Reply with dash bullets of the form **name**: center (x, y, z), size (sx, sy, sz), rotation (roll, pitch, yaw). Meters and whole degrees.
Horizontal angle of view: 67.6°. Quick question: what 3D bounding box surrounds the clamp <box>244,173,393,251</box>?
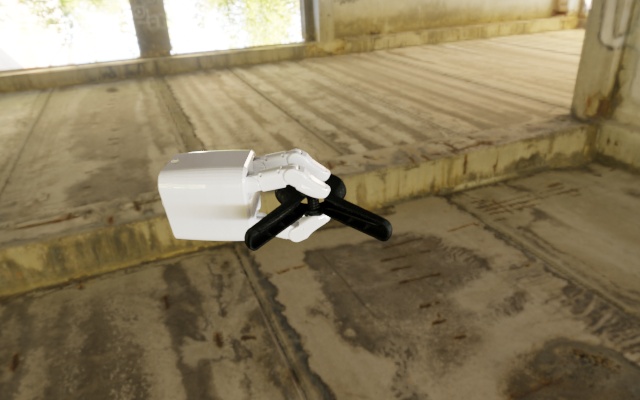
- **clamp**: center (0.000, 0.002, 0.608), size (0.164, 0.036, 0.210), rotation (0, 25, 1)
